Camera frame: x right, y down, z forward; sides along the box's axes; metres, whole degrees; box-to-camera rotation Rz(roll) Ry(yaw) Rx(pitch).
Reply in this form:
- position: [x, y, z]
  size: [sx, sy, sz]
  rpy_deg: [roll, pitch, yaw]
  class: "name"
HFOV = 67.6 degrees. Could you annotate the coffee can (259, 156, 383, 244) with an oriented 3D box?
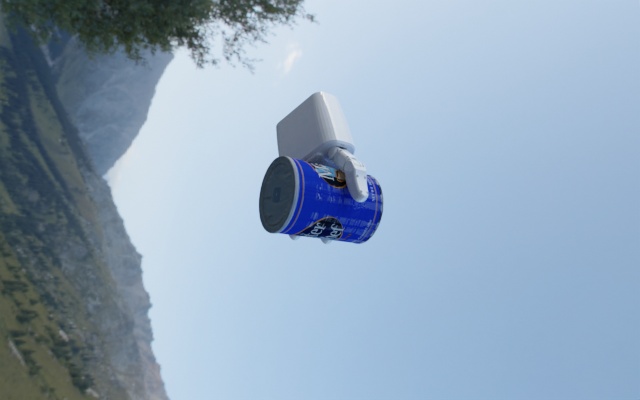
- position: [0.000, 0.002, 0.656]
  size: [0.140, 0.103, 0.103]
  rpy_deg: [10, -5, -31]
  class: "coffee can"
